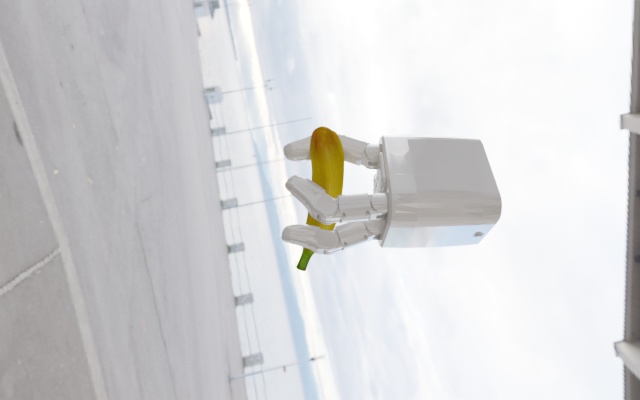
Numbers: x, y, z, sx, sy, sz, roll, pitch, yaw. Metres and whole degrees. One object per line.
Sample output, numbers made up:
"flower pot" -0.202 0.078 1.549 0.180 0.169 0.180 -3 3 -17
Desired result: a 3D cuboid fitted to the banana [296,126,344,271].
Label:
"banana" 0.004 -0.008 0.514 0.037 0.198 0.069 12 42 6
